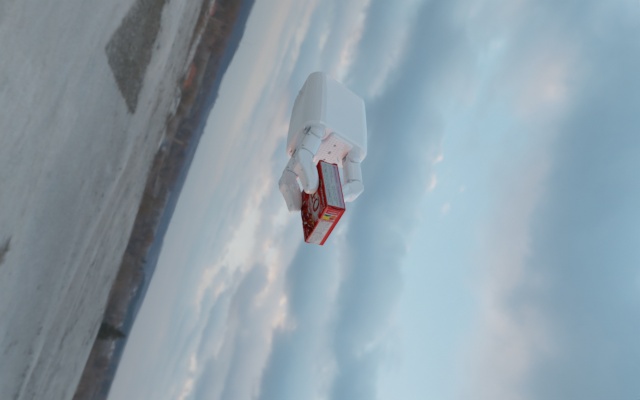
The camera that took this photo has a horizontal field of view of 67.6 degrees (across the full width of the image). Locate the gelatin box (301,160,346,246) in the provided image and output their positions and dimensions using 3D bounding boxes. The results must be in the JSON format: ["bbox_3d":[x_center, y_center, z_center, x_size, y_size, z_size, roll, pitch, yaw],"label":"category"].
[{"bbox_3d":[0.001,0.002,0.630,0.030,0.089,0.073,13,-47,-21],"label":"gelatin box"}]
